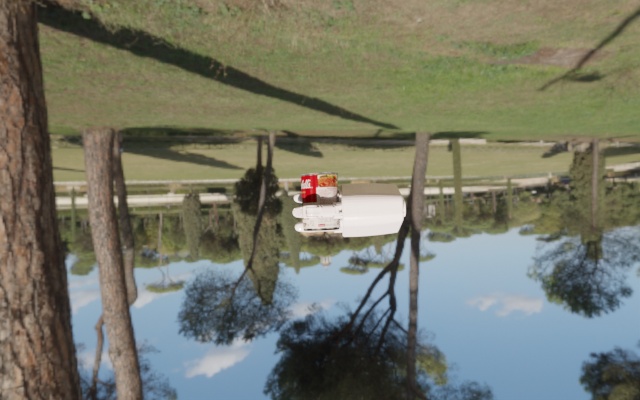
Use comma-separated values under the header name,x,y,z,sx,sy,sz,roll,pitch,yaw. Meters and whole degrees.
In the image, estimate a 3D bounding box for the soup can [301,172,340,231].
name,x,y,z,sx,sy,sz,roll,pitch,yaw
soup can,0.000,0.003,0.863,0.068,0.102,0.068,-2,-1,0
